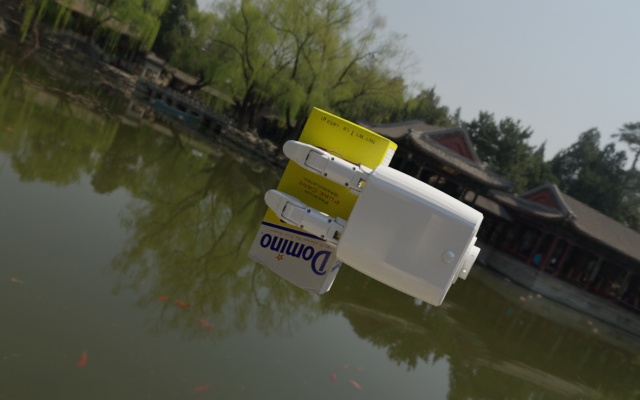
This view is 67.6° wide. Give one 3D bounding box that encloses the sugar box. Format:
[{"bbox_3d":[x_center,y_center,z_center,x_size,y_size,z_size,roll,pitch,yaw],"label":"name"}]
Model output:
[{"bbox_3d":[0.000,0.002,0.506,0.093,0.176,0.048,26,5,18],"label":"sugar box"}]
